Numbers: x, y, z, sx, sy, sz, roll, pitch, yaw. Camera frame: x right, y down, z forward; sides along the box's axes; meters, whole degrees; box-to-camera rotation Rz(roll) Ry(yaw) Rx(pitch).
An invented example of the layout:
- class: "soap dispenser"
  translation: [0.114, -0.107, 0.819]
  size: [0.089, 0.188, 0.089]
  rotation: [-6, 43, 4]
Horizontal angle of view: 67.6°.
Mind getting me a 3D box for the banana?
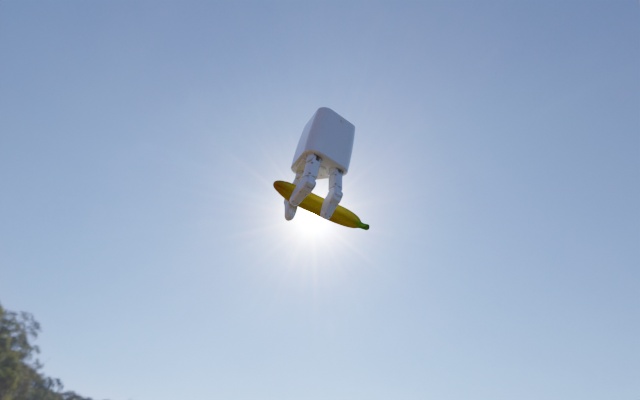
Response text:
- class: "banana"
  translation: [-0.001, 0.008, 0.913]
  size: [0.198, 0.037, 0.069]
  rotation: [24, -16, -7]
